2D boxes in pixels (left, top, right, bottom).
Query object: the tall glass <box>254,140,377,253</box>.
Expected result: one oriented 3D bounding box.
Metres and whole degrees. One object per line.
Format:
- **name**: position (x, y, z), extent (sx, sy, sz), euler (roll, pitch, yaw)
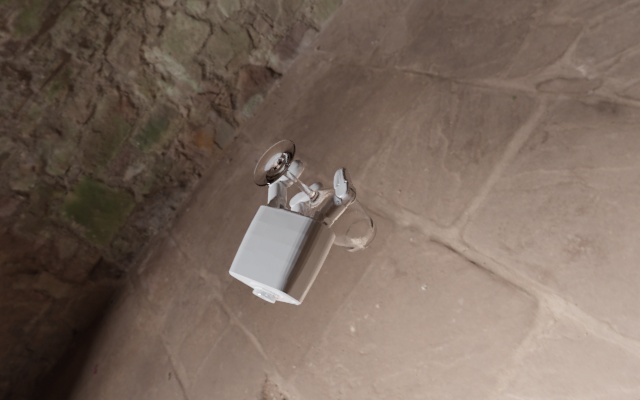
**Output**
- **tall glass**: position (0.000, 0.002, 0.686), extent (0.079, 0.079, 0.201), euler (0, -31, 47)
